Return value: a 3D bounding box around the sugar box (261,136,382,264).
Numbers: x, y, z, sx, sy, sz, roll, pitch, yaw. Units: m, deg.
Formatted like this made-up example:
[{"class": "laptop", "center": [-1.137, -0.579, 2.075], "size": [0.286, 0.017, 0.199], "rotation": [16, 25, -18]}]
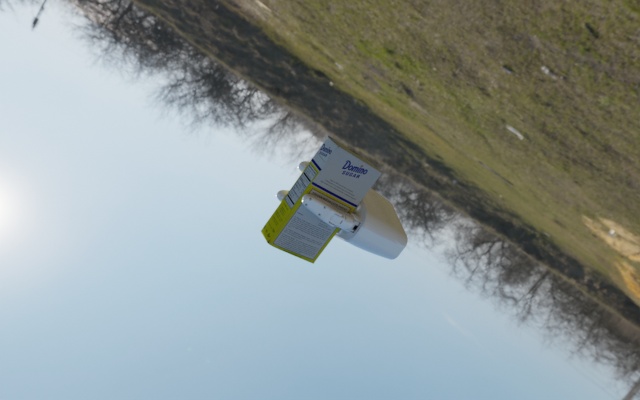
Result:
[{"class": "sugar box", "center": [0.000, 0.002, 0.700], "size": [0.093, 0.176, 0.048], "rotation": [28, 13, -36]}]
